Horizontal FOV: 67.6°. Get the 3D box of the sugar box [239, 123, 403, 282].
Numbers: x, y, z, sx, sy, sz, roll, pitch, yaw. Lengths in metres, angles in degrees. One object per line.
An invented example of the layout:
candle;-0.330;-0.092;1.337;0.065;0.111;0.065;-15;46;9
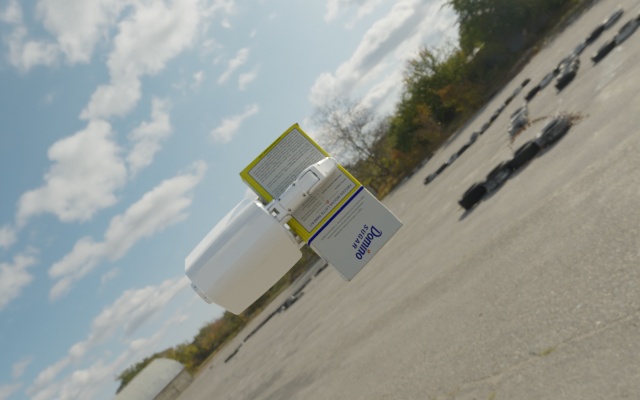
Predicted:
sugar box;0.000;0.002;0.561;0.093;0.176;0.048;-44;-4;-10
